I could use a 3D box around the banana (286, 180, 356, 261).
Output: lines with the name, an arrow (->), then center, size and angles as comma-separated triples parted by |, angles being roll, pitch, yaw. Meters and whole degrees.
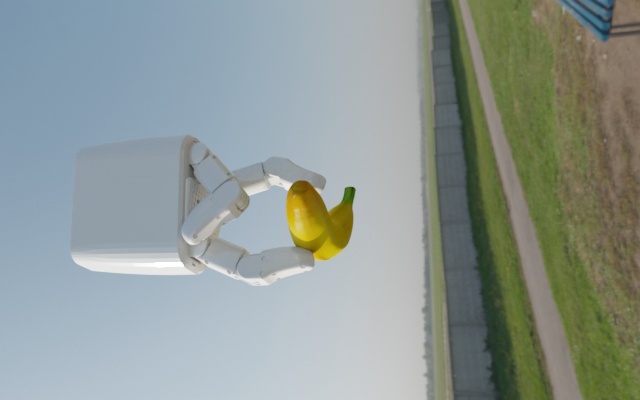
banana -> 0.002, 0.020, 0.424 | 0.037, 0.069, 0.198 | -2, 0, 12
